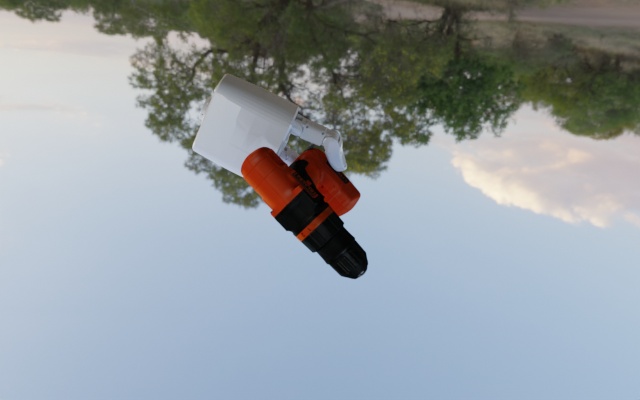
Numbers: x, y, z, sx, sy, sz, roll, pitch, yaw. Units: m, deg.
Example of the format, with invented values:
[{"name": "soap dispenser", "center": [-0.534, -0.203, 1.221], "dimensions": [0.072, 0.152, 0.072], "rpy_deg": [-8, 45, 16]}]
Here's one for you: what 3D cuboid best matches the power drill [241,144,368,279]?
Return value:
[{"name": "power drill", "center": [0.000, 0.002, 0.600], "dimensions": [0.057, 0.184, 0.187], "rpy_deg": [-42, 0, 16]}]
